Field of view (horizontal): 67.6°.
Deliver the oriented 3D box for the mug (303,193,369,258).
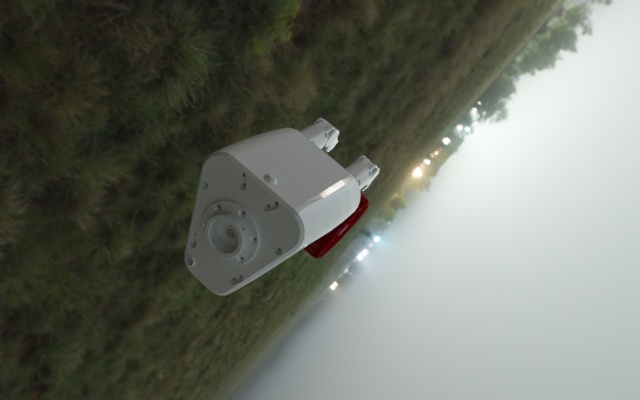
[{"bbox_3d":[0.001,0.001,0.503,0.081,0.093,0.117,43,30,9],"label":"mug"}]
